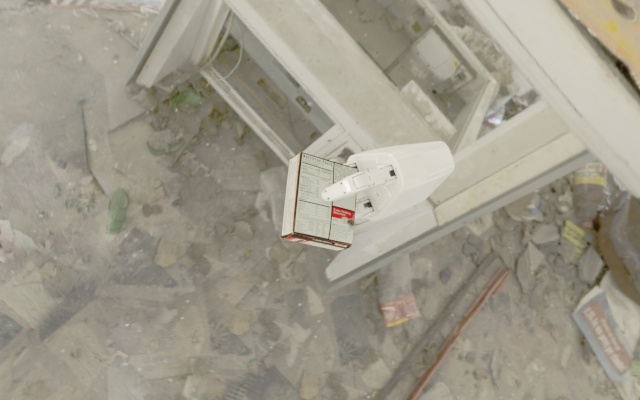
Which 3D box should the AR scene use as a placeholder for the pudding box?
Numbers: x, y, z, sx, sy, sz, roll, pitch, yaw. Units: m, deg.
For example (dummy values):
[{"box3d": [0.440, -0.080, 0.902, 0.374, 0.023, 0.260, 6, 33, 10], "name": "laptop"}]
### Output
[{"box3d": [0.000, 0.002, 0.622, 0.090, 0.113, 0.039, 14, -22, -25], "name": "pudding box"}]
